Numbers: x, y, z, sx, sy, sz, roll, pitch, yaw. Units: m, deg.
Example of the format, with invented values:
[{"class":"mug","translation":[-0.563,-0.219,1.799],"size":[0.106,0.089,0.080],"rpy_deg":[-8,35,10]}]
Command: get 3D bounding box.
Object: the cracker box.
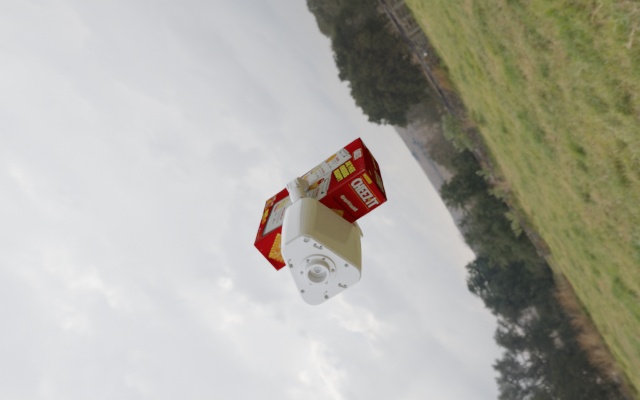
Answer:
[{"class":"cracker box","translation":[0.000,0.003,0.793],"size":[0.214,0.072,0.164],"rpy_deg":[-33,20,15]}]
